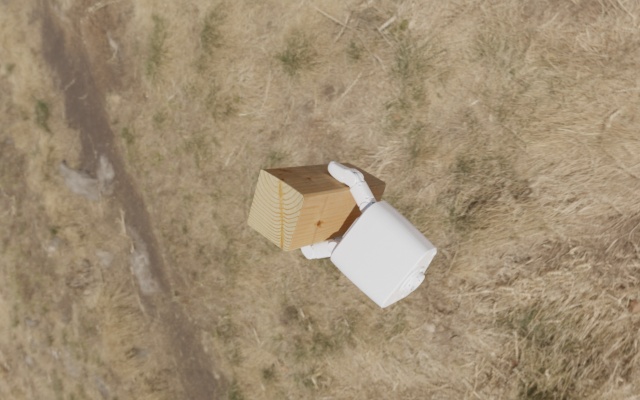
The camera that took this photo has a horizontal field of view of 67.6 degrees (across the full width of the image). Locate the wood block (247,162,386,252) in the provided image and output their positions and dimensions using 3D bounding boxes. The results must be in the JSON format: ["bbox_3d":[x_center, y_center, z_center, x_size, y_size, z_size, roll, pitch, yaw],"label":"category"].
[{"bbox_3d":[0.000,0.002,0.742,0.090,0.091,0.206,32,25,32],"label":"wood block"}]
